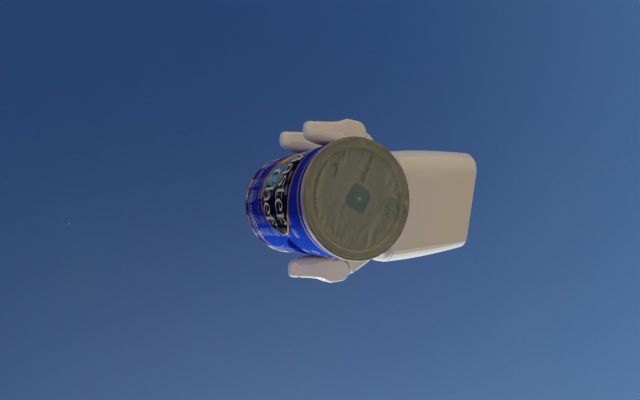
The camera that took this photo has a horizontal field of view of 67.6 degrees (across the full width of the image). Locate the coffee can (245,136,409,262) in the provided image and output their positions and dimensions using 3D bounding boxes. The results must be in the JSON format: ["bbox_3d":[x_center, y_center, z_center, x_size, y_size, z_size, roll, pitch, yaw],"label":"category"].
[{"bbox_3d":[0.000,0.002,0.451,0.103,0.103,0.140,0,-2,-28],"label":"coffee can"}]
